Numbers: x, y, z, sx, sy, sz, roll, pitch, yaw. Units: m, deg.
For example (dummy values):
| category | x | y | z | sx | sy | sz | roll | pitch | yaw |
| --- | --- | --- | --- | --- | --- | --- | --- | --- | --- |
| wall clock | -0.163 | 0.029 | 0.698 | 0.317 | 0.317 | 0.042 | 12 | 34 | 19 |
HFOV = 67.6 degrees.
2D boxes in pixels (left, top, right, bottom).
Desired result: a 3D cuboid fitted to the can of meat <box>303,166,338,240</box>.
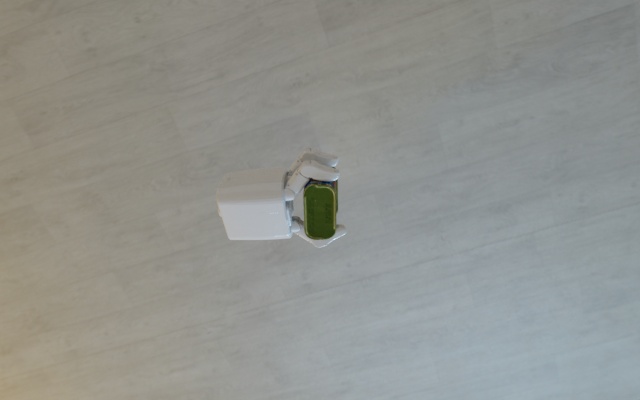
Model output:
| category | x | y | z | sx | sy | sz | roll | pitch | yaw |
| --- | --- | --- | --- | --- | --- | --- | --- | --- | --- |
| can of meat | 0.000 | 0.003 | 0.775 | 0.057 | 0.102 | 0.084 | 0 | 25 | 2 |
